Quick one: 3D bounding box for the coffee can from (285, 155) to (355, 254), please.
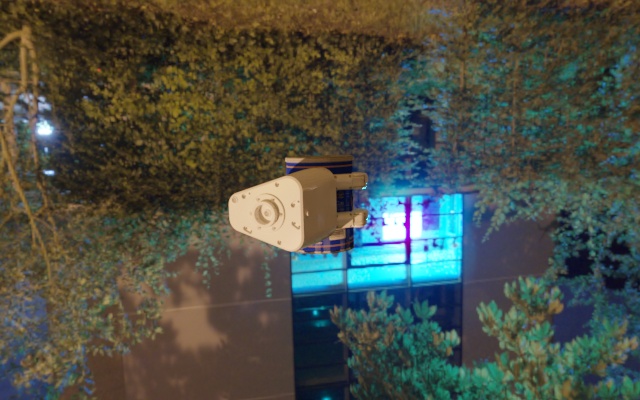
[{"bbox_3d":[0.000,0.002,0.731,0.103,0.140,0.103,-2,7,0],"label":"coffee can"}]
